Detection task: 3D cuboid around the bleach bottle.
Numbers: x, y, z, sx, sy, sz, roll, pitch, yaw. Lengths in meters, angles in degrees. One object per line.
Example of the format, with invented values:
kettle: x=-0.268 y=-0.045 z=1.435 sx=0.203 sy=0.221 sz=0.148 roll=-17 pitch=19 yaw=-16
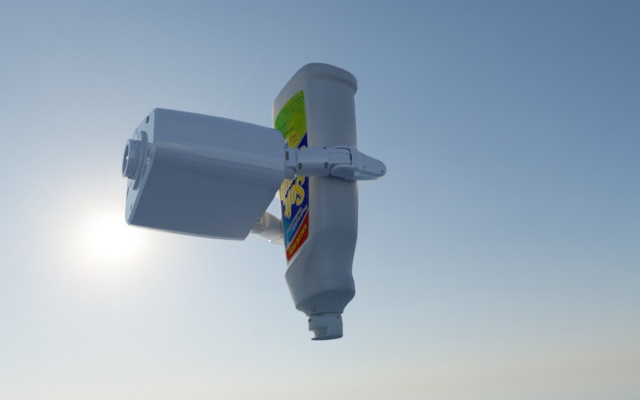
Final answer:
bleach bottle: x=0.000 y=0.001 z=0.456 sx=0.068 sy=0.250 sz=0.102 roll=9 pitch=-26 yaw=-30
